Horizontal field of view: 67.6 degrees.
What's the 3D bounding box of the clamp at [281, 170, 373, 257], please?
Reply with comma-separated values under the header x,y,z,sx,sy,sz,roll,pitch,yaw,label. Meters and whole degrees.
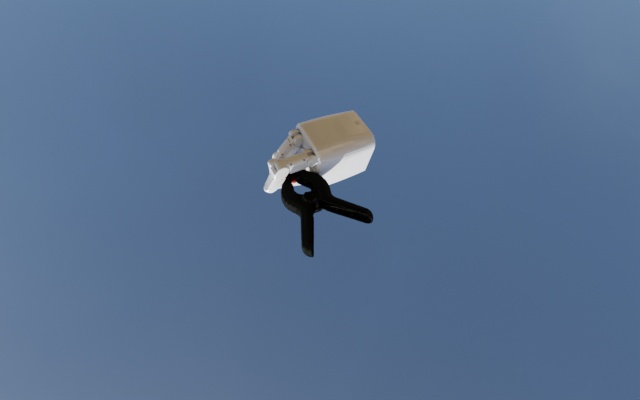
x,y,z,sx,sy,sz,roll,pitch,yaw,label
0.000,0.003,0.749,0.120,0.171,0.039,-18,-36,-16,clamp
